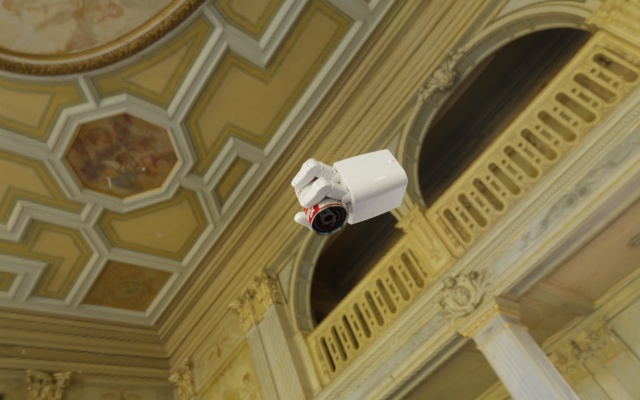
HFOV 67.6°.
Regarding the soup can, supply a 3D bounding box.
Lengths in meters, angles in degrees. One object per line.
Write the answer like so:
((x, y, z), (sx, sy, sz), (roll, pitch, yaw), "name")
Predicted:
((0.000, 0.003, 0.844), (0.068, 0.068, 0.102), (0, 39, -25), "soup can")
